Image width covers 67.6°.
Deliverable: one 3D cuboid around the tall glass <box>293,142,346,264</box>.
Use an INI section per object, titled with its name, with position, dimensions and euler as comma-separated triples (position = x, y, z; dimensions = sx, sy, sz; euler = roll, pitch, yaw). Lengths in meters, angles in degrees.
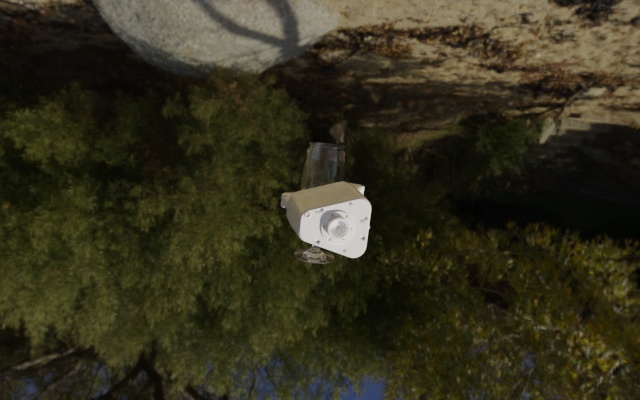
[tall glass]
position = 0.000, 0.003, 0.825
dimensions = 0.079, 0.201, 0.079
euler = 6, 12, -1
